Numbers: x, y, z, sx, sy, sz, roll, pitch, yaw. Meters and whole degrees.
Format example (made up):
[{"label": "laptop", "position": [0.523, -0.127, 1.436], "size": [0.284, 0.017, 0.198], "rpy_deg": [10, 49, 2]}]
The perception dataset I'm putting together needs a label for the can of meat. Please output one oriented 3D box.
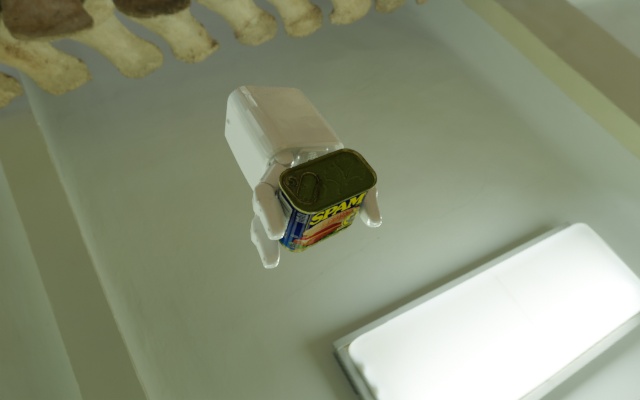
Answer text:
[{"label": "can of meat", "position": [0.000, 0.002, 0.510], "size": [0.102, 0.057, 0.084], "rpy_deg": [-24, -26, -29]}]
